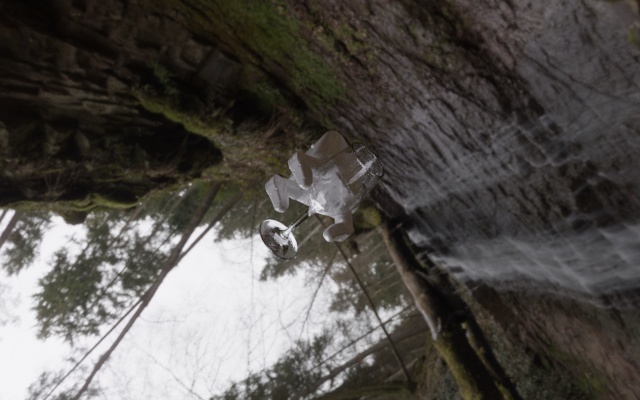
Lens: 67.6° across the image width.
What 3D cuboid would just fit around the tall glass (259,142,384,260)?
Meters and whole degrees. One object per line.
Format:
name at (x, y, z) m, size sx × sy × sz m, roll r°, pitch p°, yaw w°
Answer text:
tall glass at (0.000, 0.003, 0.695) m, size 0.201 × 0.079 × 0.079 m, roll -42°, pitch -23°, yaw 29°
